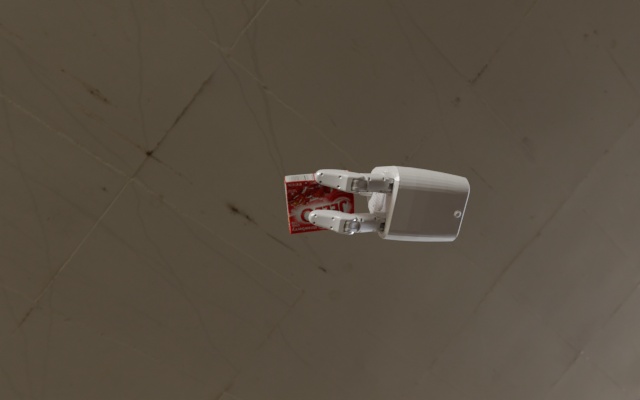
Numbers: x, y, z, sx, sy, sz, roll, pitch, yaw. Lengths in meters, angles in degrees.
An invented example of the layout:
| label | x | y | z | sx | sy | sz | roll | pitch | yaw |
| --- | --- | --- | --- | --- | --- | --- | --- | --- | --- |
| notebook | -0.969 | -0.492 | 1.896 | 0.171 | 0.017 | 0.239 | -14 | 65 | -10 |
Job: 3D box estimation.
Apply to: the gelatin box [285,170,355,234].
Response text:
| label | x | y | z | sx | sy | sz | roll | pitch | yaw |
| --- | --- | --- | --- | --- | --- | --- | --- | --- | --- |
| gelatin box | 0.000 | 0.002 | 0.629 | 0.089 | 0.073 | 0.030 | -6 | 21 | -4 |
